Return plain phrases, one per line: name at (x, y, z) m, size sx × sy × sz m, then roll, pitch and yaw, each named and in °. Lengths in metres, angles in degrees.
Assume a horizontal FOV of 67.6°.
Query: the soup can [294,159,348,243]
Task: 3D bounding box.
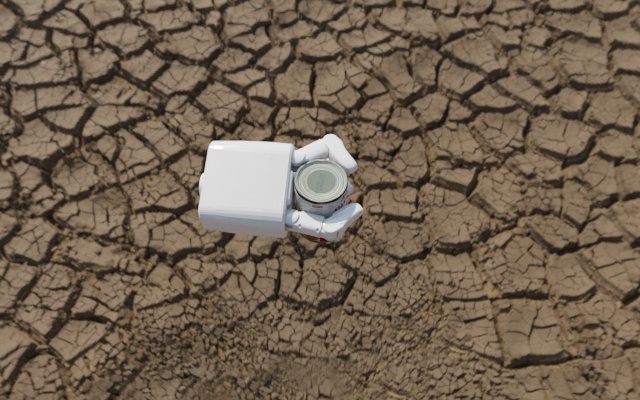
soup can at (0.001, 0.002, 0.620) m, size 0.068 × 0.068 × 0.102 m, roll 0°, pitch -33°, yaw 0°
